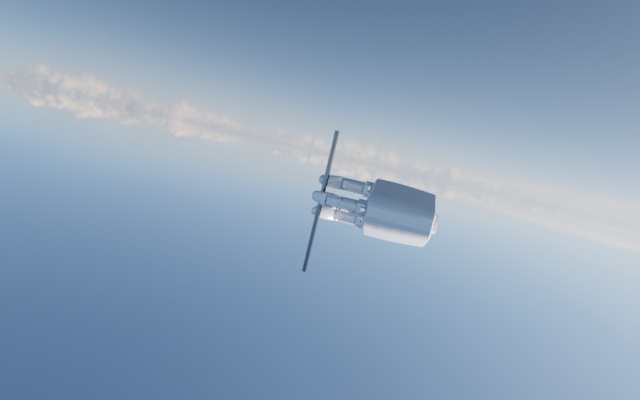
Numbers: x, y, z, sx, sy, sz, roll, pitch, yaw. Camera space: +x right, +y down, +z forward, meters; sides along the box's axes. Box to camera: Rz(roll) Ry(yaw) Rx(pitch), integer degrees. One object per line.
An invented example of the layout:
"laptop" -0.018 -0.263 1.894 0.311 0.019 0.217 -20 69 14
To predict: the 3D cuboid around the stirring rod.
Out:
"stirring rod" 0.000 0.003 0.790 0.011 0.239 0.011 13 6 -1
